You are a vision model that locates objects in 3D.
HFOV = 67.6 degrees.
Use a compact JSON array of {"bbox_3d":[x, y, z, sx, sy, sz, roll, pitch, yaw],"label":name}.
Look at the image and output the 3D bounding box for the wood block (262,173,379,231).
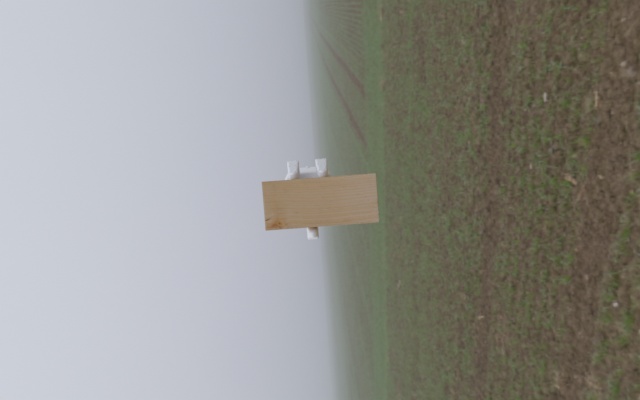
[{"bbox_3d":[0.000,0.003,0.897,0.206,0.091,0.090,-5,0,-1],"label":"wood block"}]
